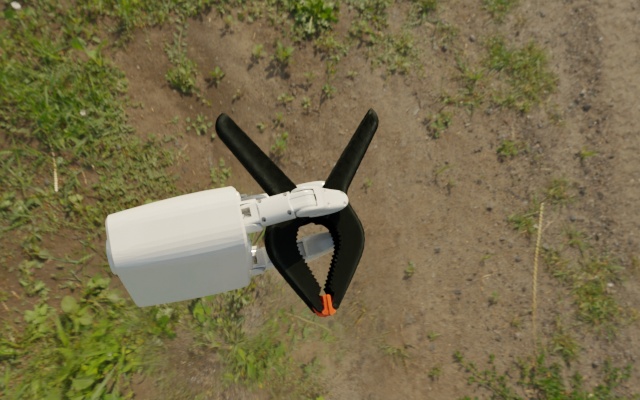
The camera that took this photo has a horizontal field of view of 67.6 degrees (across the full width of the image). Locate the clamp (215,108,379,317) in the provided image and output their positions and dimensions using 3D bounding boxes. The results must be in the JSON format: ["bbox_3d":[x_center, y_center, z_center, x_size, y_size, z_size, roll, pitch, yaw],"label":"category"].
[{"bbox_3d":[0.000,0.002,0.457,0.164,0.210,0.036,-12,-14,-14],"label":"clamp"}]
